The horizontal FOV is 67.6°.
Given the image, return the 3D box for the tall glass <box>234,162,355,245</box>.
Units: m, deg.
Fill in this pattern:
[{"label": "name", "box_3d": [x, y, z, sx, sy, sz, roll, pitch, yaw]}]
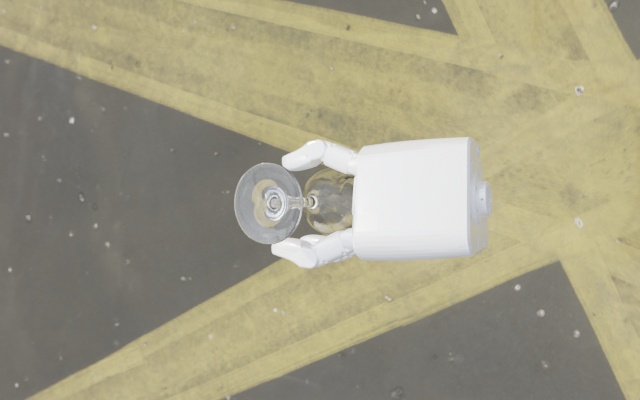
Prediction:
[{"label": "tall glass", "box_3d": [0.000, 0.002, 0.515, 0.079, 0.079, 0.201, 0, 1, 29]}]
